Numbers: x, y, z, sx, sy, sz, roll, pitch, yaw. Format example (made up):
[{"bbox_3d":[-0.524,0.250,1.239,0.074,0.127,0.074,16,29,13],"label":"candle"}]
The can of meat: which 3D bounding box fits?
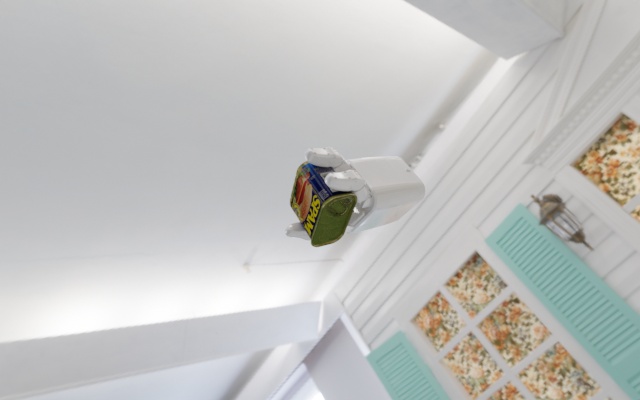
[{"bbox_3d":[0.000,0.002,0.695,0.057,0.102,0.084,-12,50,-29],"label":"can of meat"}]
